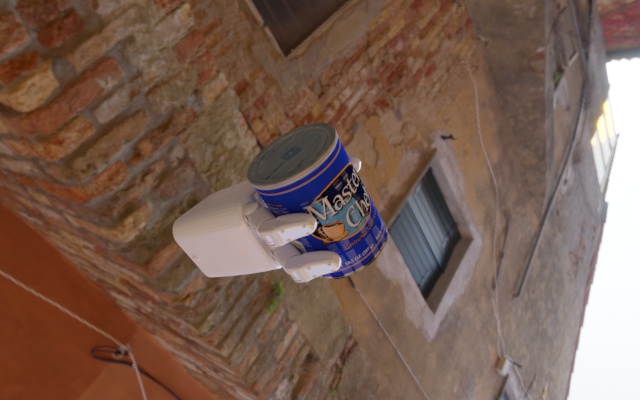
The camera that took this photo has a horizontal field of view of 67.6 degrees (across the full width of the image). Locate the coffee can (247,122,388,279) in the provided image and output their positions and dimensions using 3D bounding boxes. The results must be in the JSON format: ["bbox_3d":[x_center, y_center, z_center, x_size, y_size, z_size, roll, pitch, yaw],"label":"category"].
[{"bbox_3d":[0.000,0.002,0.521,0.103,0.140,0.102,-22,32,15],"label":"coffee can"}]
